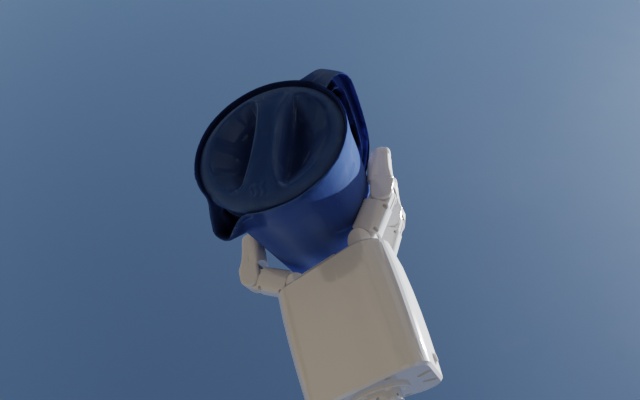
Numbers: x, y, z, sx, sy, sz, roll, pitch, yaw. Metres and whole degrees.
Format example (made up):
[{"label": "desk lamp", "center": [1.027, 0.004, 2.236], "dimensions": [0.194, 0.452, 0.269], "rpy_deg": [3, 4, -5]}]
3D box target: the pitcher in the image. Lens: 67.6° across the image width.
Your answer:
[{"label": "pitcher", "center": [0.000, 0.002, 0.476], "dimensions": [0.149, 0.145, 0.243], "rpy_deg": [-23, -36, 7]}]
